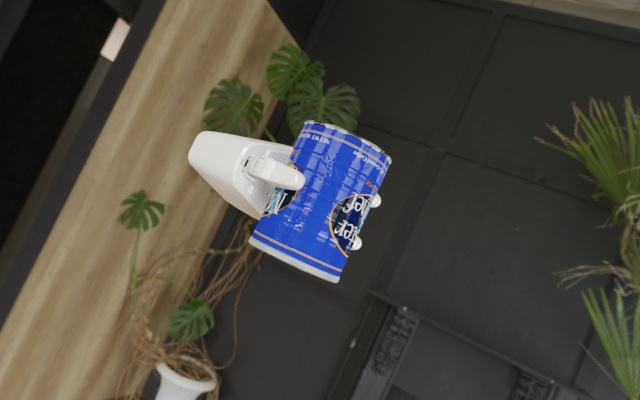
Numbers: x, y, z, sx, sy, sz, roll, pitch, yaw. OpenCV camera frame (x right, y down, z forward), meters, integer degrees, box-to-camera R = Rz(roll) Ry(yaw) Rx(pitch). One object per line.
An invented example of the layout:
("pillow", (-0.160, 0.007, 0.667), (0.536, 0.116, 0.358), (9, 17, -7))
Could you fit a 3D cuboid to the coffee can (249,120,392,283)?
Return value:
("coffee can", (0.000, 0.002, 0.505), (0.103, 0.140, 0.103), (25, -5, 2))
